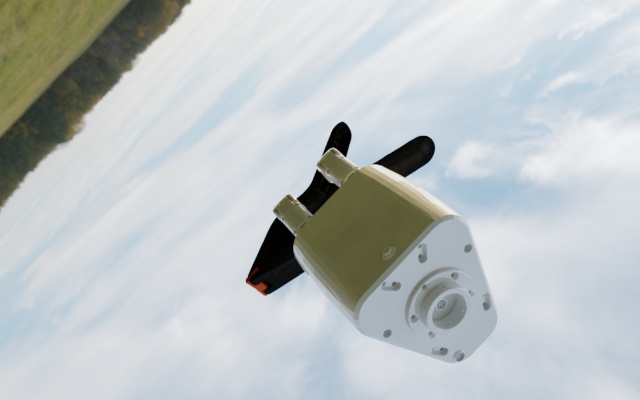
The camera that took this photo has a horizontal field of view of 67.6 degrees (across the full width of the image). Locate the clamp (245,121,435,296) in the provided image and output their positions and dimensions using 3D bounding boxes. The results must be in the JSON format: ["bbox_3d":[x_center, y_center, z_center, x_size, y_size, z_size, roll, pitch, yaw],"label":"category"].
[{"bbox_3d":[0.000,0.003,0.479,0.036,0.210,0.164,43,-1,-28],"label":"clamp"}]
